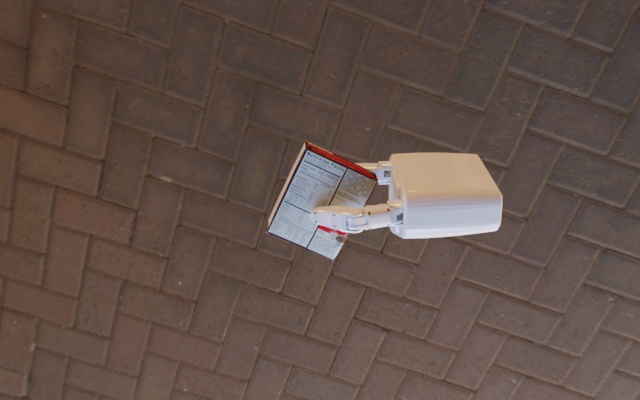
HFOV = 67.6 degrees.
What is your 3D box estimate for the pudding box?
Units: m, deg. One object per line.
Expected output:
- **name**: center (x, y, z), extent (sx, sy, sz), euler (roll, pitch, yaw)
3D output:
- **pudding box**: center (0.000, 0.002, 0.542), extent (0.090, 0.113, 0.039), euler (25, 15, -8)
